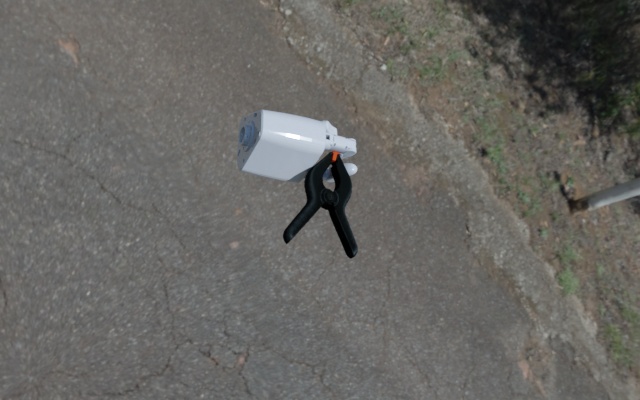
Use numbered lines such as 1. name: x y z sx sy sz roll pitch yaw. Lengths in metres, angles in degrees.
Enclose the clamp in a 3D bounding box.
1. clamp: 0.000 0.002 0.742 0.120 0.171 0.039 8 -22 -28
